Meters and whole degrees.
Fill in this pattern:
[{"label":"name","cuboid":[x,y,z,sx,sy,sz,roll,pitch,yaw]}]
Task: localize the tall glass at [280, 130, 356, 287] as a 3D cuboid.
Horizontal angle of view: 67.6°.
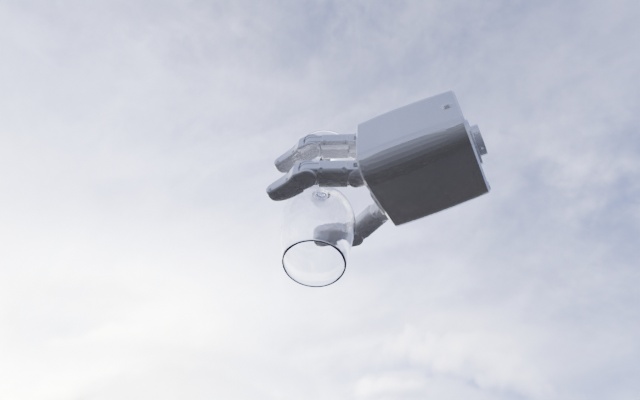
[{"label":"tall glass","cuboid":[0.000,0.001,0.530,0.079,0.079,0.201,0,37,5]}]
